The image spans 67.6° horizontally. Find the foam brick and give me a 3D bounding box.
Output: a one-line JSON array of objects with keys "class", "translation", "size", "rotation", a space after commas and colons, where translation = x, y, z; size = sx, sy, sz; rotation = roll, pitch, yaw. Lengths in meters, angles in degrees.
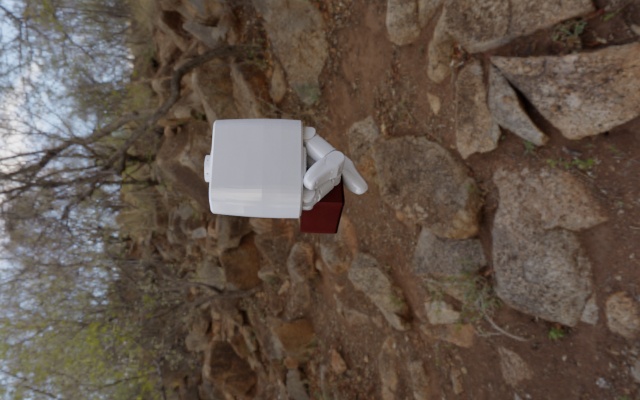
[{"class": "foam brick", "translation": [0.000, 0.002, 0.629], "size": [0.051, 0.053, 0.078], "rotation": [1, -35, -6]}]
